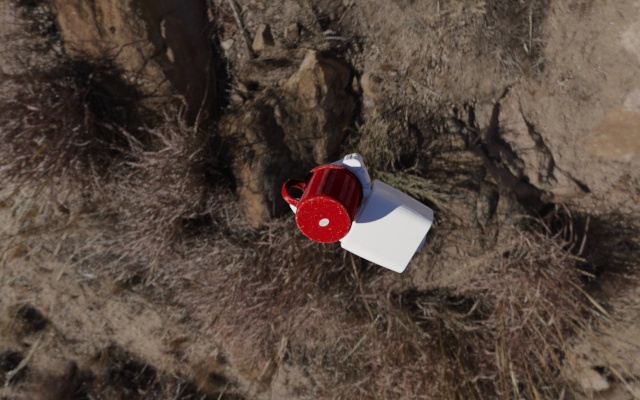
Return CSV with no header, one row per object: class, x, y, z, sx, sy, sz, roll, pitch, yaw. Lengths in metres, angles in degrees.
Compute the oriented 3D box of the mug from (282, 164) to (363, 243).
mug,-0.001,0.002,0.689,0.117,0.093,0.081,24,34,-3
